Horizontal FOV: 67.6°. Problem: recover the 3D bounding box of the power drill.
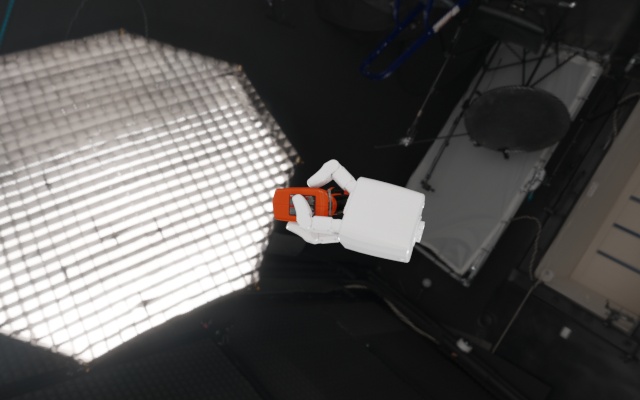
[{"bbox_3d":[0.000,0.003,0.844,0.184,0.057,0.187,1,4,32],"label":"power drill"}]
